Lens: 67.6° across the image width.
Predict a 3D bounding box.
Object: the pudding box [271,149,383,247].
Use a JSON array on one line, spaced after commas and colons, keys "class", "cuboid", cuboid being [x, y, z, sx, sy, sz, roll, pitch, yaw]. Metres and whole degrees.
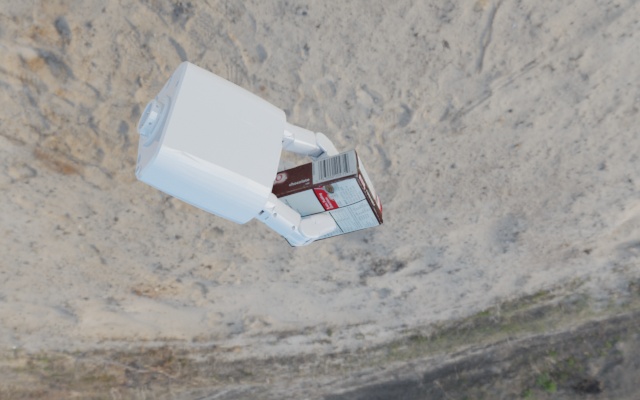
[{"class": "pudding box", "cuboid": [0.000, 0.002, 0.507, 0.113, 0.039, 0.090, -14, -40, 17]}]
